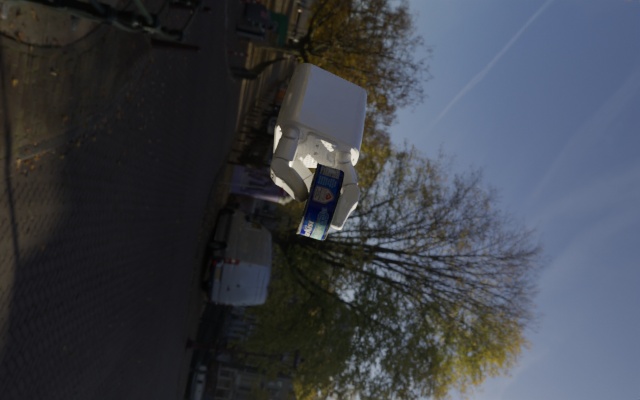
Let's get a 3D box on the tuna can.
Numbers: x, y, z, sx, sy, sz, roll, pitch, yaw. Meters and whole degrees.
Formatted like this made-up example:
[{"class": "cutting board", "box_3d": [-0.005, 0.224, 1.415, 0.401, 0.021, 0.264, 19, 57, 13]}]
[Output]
[{"class": "tuna can", "box_3d": [0.001, 0.002, 0.552, 0.034, 0.086, 0.086, 16, -1, -2]}]
